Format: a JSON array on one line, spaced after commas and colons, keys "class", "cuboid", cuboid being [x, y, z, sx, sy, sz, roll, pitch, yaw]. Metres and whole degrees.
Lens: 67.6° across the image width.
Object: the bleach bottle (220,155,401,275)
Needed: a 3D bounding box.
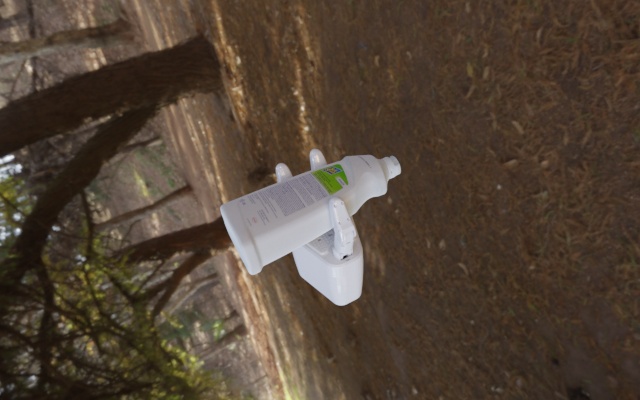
[{"class": "bleach bottle", "cuboid": [0.000, 0.002, 0.644, 0.251, 0.068, 0.102, -23, 48, -15]}]
